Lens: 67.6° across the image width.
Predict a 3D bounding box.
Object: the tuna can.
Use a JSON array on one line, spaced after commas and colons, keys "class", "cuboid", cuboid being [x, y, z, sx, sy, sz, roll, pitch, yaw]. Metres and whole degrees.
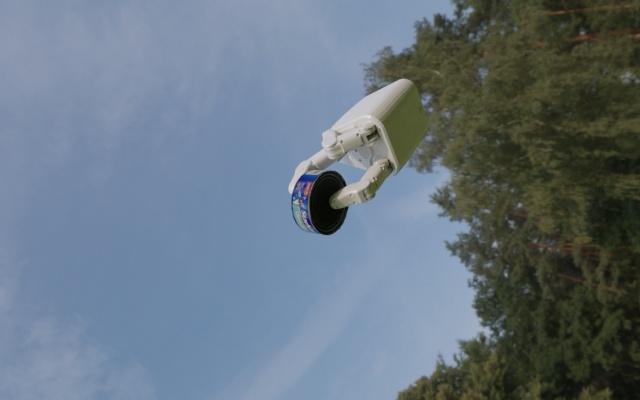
[{"class": "tuna can", "cuboid": [0.000, 0.002, 0.635, 0.034, 0.086, 0.086, 5, 3, 38]}]
